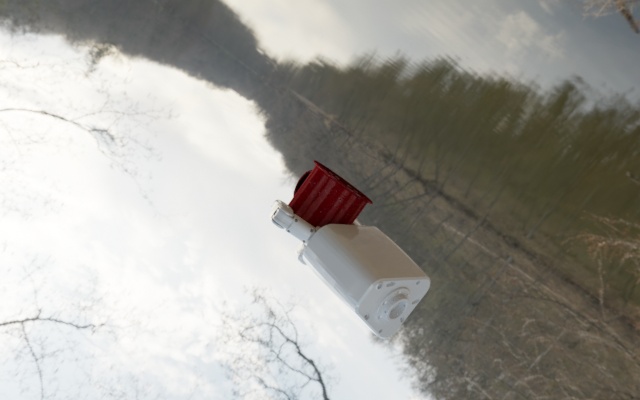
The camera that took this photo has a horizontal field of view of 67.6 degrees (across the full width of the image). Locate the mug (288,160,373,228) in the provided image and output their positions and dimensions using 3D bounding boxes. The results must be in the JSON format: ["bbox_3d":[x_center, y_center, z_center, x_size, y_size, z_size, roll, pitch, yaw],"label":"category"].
[{"bbox_3d":[-0.001,0.001,0.625,0.093,0.081,0.117,30,9,-45],"label":"mug"}]
